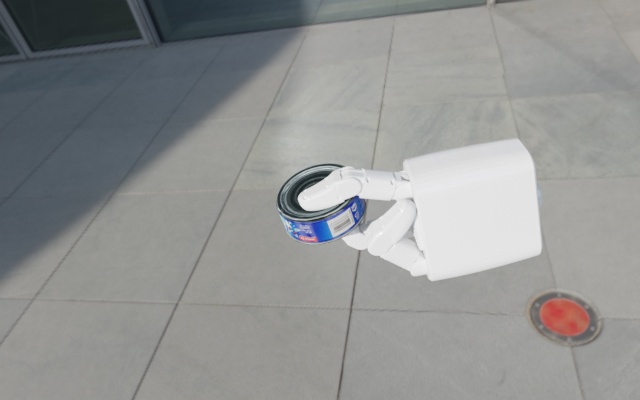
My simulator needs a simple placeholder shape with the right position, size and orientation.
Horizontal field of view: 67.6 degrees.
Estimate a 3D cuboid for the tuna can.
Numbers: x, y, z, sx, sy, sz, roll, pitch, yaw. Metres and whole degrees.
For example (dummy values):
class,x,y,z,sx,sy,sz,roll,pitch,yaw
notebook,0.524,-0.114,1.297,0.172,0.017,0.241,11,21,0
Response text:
class,x,y,z,sx,sy,sz,roll,pitch,yaw
tuna can,0.000,0.001,0.473,0.086,0.034,0.086,-12,40,11
